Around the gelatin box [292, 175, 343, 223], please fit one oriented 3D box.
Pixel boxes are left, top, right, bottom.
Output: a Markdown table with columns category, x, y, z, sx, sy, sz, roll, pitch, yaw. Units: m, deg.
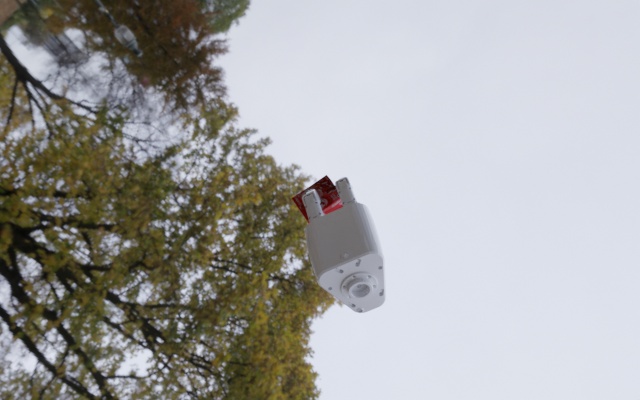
| category | x | y | z | sx | sy | sz | roll | pitch | yaw |
| --- | --- | --- | --- | --- | --- | --- | --- | --- | --- |
| gelatin box | 0.000 | 0.003 | 0.783 | 0.073 | 0.030 | 0.089 | -34 | 31 | -2 |
